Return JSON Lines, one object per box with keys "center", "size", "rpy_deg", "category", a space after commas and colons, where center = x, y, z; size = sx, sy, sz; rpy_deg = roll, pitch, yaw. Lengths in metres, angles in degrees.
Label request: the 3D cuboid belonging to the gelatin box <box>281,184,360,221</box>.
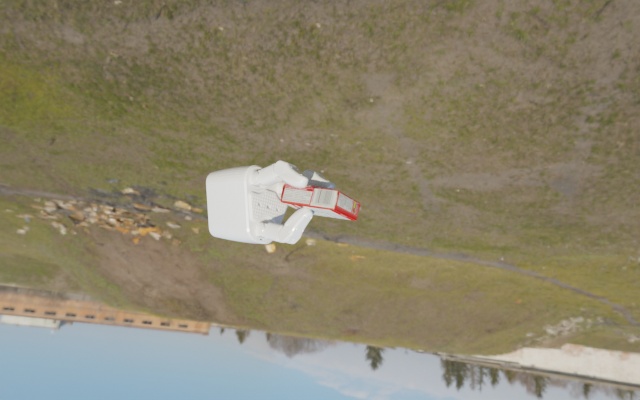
{"center": [0.000, 0.003, 0.666], "size": [0.089, 0.030, 0.073], "rpy_deg": [8, -10, 30], "category": "gelatin box"}
